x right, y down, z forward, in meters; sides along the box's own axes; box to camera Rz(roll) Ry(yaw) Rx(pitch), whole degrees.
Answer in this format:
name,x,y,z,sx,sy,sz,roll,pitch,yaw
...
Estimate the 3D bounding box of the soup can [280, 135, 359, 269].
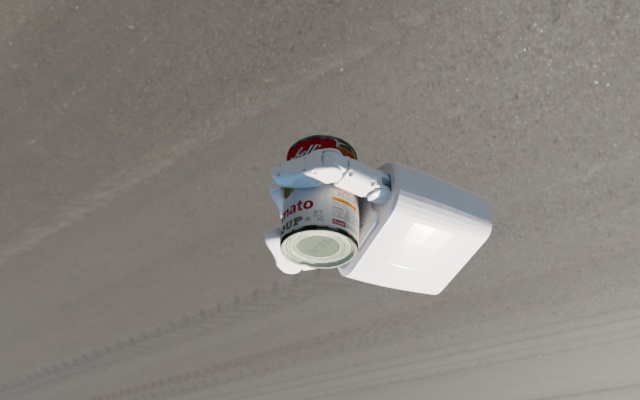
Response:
name,x,y,z,sx,sy,sz,roll,pitch,yaw
soup can,0.000,0.001,0.428,0.068,0.102,0.069,1,-36,1
